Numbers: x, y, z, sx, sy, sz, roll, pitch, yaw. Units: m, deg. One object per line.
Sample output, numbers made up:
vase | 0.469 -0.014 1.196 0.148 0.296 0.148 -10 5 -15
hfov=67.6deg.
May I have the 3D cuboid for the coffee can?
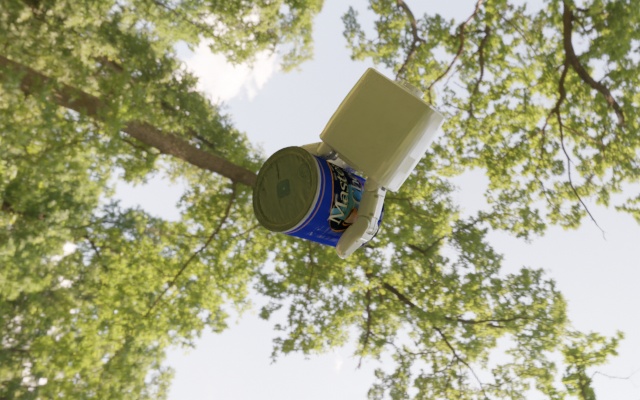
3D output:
coffee can | 0.000 0.002 0.599 0.103 0.103 0.140 0 -13 40
